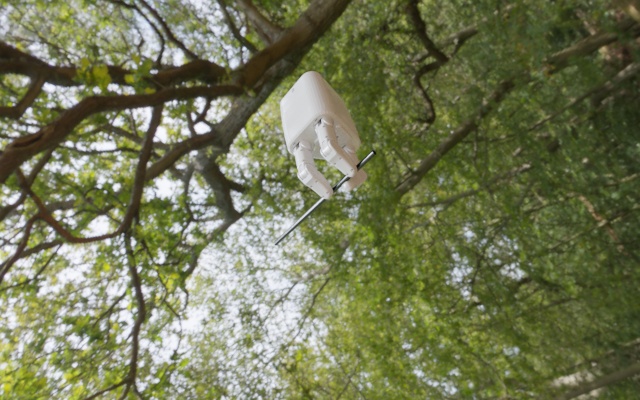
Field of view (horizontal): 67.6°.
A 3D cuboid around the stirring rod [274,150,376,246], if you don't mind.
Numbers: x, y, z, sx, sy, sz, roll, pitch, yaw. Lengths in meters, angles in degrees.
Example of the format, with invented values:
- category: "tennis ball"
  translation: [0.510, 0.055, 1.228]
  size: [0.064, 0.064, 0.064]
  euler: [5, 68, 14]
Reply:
- category: "stirring rod"
  translation: [0.000, 0.002, 0.726]
  size: [0.011, 0.011, 0.240]
  euler: [0, -35, -49]
